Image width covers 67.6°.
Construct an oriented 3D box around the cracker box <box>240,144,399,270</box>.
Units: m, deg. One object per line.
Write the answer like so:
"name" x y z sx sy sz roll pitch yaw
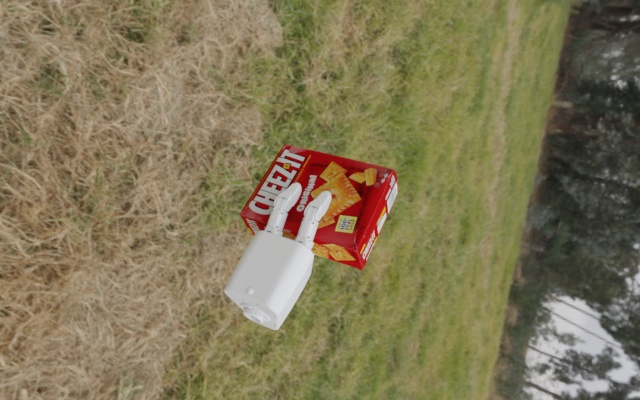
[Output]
"cracker box" 0.000 0.003 0.790 0.213 0.164 0.072 16 -30 24
